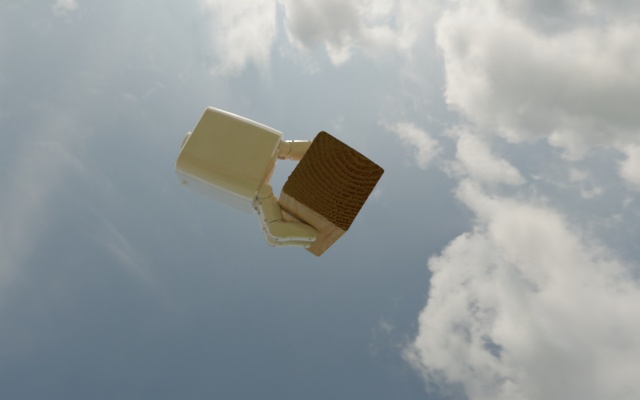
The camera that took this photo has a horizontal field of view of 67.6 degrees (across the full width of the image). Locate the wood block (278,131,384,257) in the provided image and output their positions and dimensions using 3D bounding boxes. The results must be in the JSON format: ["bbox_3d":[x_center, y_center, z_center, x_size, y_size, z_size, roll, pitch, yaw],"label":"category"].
[{"bbox_3d":[0.000,0.002,0.635,0.090,0.090,0.206,32,-17,0],"label":"wood block"}]
